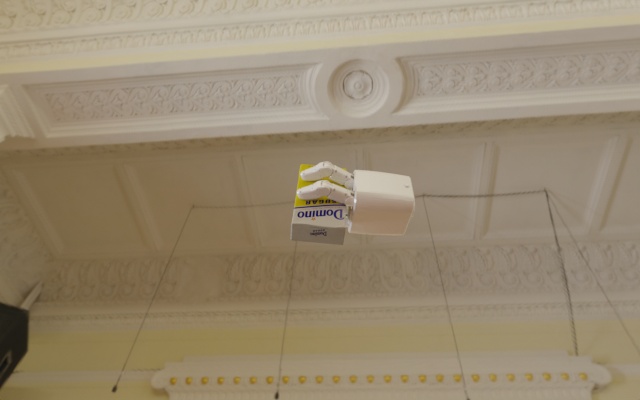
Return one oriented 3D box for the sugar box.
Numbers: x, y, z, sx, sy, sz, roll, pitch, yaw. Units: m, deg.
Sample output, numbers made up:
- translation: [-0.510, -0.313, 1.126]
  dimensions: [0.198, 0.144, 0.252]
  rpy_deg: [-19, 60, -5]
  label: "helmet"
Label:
- translation: [0.000, 0.002, 0.867]
  dimensions: [0.093, 0.048, 0.176]
  rpy_deg: [5, 37, -1]
  label: "sugar box"
